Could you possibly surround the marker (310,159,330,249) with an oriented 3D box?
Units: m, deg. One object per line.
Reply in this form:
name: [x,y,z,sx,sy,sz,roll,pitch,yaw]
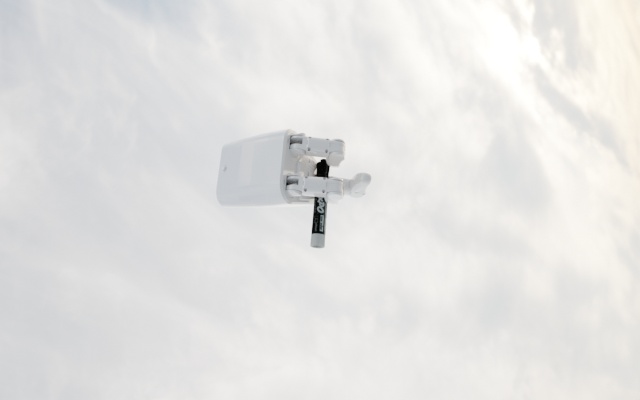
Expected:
marker: [0.000,0.002,0.626,0.020,0.121,0.020,4,-18,1]
